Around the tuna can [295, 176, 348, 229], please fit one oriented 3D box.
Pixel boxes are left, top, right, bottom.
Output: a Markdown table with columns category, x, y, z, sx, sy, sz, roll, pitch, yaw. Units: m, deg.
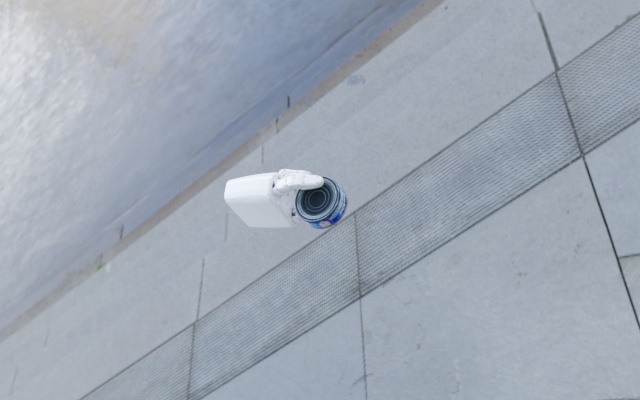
| category | x | y | z | sx | sy | sz | roll | pitch | yaw |
| --- | --- | --- | --- | --- | --- | --- | --- | --- | --- |
| tuna can | 0.000 | 0.002 | 0.804 | 0.086 | 0.086 | 0.034 | 0 | -23 | 28 |
